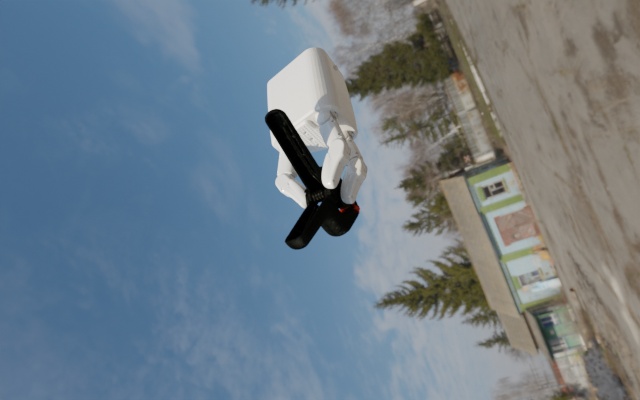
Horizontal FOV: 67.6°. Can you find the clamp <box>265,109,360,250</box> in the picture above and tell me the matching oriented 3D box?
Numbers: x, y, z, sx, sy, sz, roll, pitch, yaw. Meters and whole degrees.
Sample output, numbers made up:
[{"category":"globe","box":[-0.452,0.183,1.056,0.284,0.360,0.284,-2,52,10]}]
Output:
[{"category":"clamp","box":[0.000,0.002,0.591,0.036,0.164,0.210,-18,-27,21]}]
